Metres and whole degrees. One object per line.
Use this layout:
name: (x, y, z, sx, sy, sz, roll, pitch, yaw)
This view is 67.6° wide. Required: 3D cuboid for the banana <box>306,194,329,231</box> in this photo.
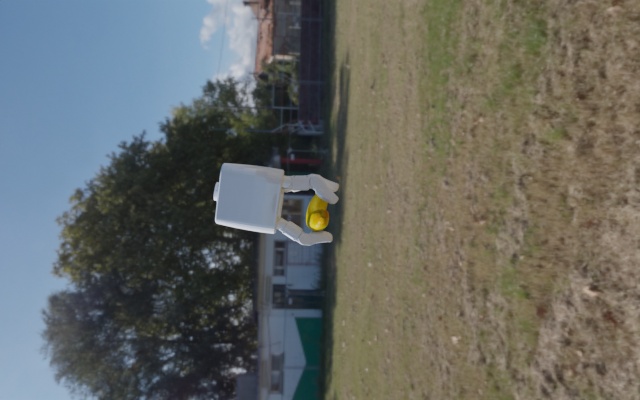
banana: (-0.004, 0.019, 0.872, 0.037, 0.070, 0.197, 14, 18, -3)
